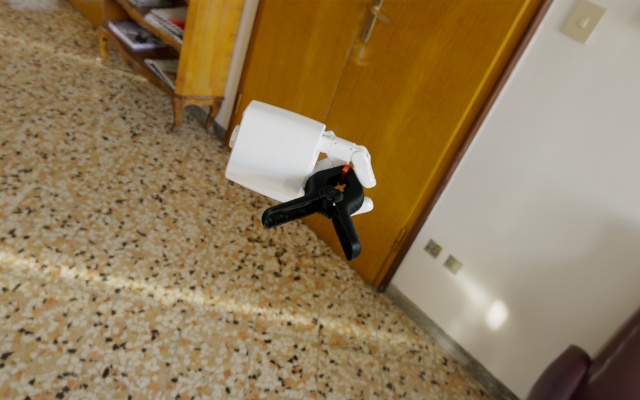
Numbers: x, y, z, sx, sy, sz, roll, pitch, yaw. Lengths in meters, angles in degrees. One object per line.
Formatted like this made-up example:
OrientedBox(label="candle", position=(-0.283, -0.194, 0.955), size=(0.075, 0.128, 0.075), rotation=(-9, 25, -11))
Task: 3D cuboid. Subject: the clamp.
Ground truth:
OrientedBox(label="clamp", position=(0.000, 0.001, 0.599), size=(0.120, 0.039, 0.171), rotation=(21, 33, -2))
